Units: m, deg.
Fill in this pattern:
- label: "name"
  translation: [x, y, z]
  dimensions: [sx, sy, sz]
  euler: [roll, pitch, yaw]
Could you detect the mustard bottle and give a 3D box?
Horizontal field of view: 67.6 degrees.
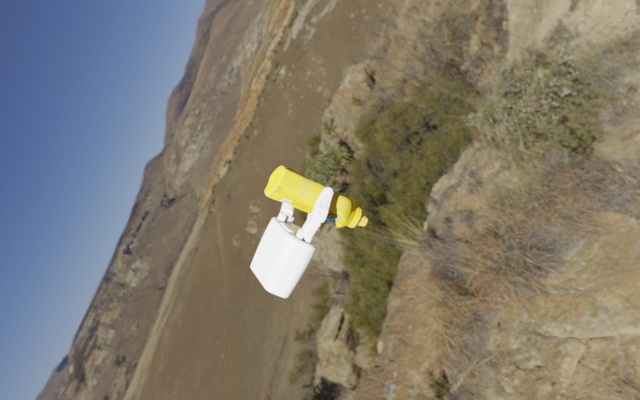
- label: "mustard bottle"
  translation: [0.000, 0.002, 0.858]
  dimensions: [0.191, 0.058, 0.096]
  euler: [25, -16, -16]
